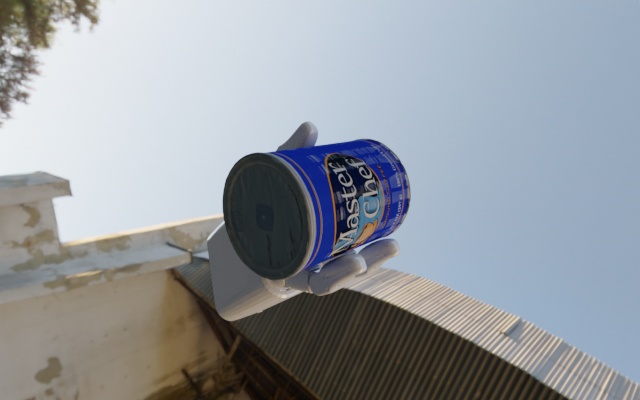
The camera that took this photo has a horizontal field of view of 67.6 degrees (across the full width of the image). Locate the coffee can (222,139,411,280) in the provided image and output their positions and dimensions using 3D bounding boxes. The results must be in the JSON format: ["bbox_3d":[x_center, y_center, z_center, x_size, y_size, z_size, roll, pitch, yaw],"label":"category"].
[{"bbox_3d":[0.000,0.001,0.426,0.103,0.103,0.140,0,10,42],"label":"coffee can"}]
